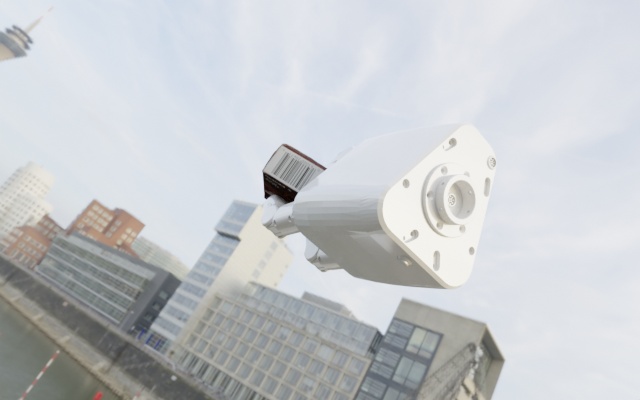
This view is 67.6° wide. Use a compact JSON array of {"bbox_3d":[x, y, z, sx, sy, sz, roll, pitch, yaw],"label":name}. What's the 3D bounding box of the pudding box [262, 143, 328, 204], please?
[{"bbox_3d":[0.000,0.001,0.458,0.113,0.039,0.090,33,-17,4],"label":"pudding box"}]
